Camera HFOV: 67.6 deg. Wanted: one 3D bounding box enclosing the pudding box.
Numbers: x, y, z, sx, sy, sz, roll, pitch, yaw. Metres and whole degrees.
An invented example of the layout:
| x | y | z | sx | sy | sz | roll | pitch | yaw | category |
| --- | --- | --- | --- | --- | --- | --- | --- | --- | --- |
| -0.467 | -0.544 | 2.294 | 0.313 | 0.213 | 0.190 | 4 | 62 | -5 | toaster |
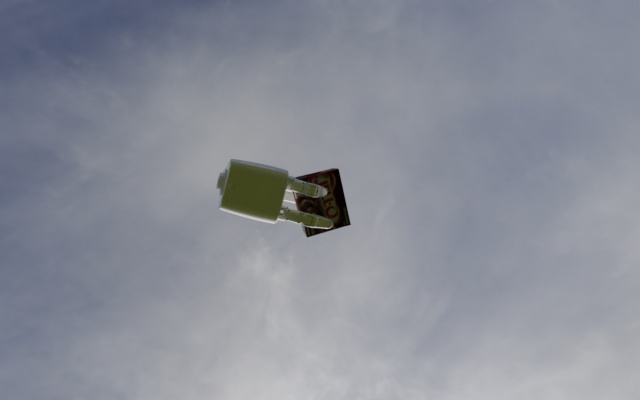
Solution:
| x | y | z | sx | sy | sz | roll | pitch | yaw | category |
| --- | --- | --- | --- | --- | --- | --- | --- | --- | --- |
| 0.000 | 0.003 | 0.896 | 0.090 | 0.113 | 0.039 | -15 | 12 | -13 | pudding box |
